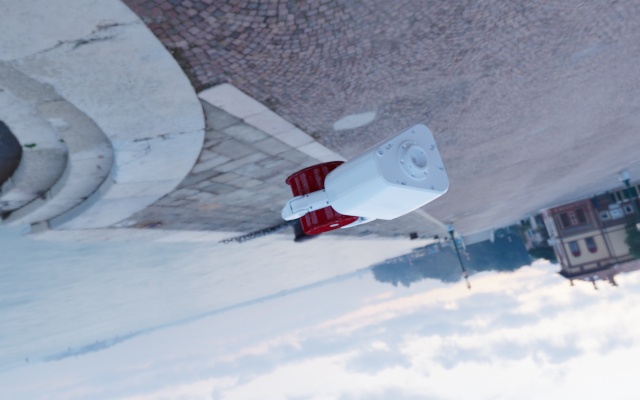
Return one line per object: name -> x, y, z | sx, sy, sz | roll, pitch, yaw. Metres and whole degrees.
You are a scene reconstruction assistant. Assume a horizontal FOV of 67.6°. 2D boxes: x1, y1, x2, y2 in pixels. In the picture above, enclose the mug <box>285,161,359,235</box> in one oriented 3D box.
mug -> -0.001, 0.003, 0.681 | 0.093, 0.081, 0.117 | -10, -12, -31
